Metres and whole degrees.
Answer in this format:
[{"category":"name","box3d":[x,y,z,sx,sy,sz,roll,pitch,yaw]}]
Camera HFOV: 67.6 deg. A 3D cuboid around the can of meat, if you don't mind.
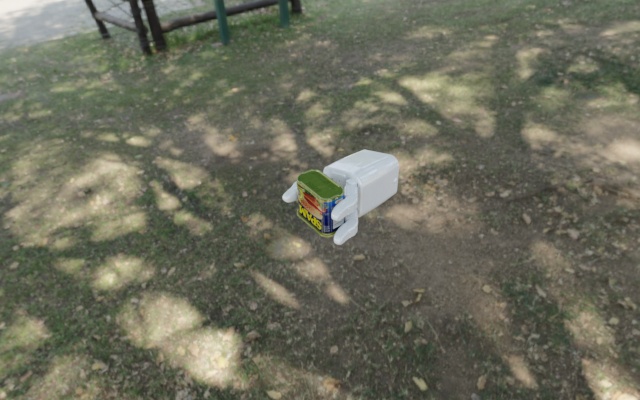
[{"category":"can of meat","box3d":[0.000,0.003,0.866,0.057,0.084,0.102,-26,44,-27]}]
